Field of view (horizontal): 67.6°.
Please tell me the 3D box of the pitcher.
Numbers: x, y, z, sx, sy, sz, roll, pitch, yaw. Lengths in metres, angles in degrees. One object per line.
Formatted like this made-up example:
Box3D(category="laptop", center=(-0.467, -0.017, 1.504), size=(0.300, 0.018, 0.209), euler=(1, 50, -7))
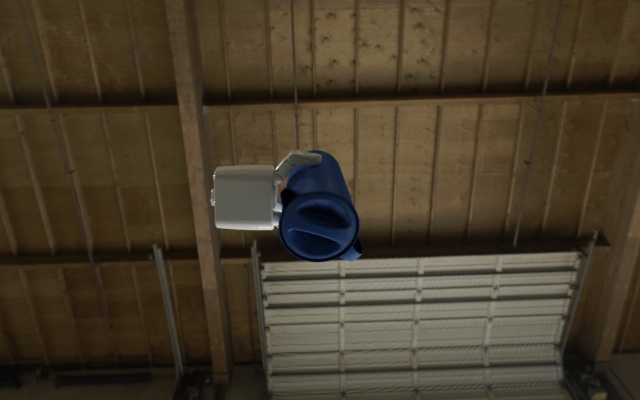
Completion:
Box3D(category="pitcher", center=(0.000, 0.003, 0.881), size=(0.145, 0.149, 0.242), euler=(0, 26, -2))
